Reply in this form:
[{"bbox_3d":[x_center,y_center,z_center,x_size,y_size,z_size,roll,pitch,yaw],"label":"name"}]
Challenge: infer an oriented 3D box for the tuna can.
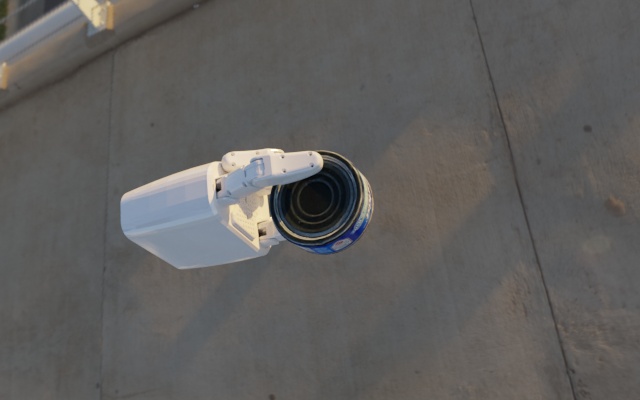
[{"bbox_3d":[0.000,0.001,0.408,0.086,0.086,0.034,0,-16,20],"label":"tuna can"}]
